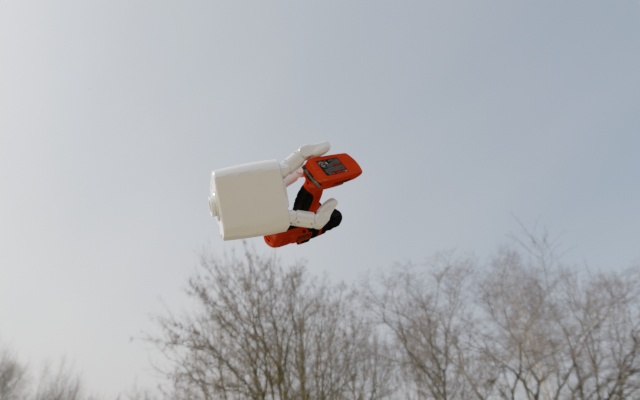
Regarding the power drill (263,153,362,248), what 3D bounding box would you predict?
[{"bbox_3d":[0.000,0.003,0.856,0.184,0.188,0.057,-17,56,-43],"label":"power drill"}]
